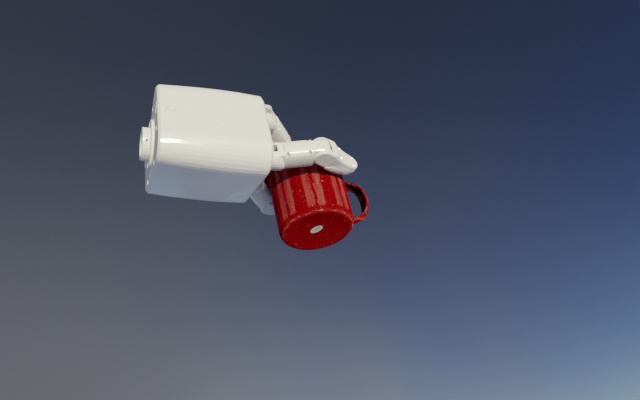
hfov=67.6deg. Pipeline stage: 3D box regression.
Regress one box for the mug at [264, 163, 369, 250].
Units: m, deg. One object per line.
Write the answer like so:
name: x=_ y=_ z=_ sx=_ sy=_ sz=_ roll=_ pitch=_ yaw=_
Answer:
mug: x=0.001 y=0.002 z=0.531 sx=0.117 sy=0.081 sz=0.093 roll=4 pitch=-39 yaw=-25
